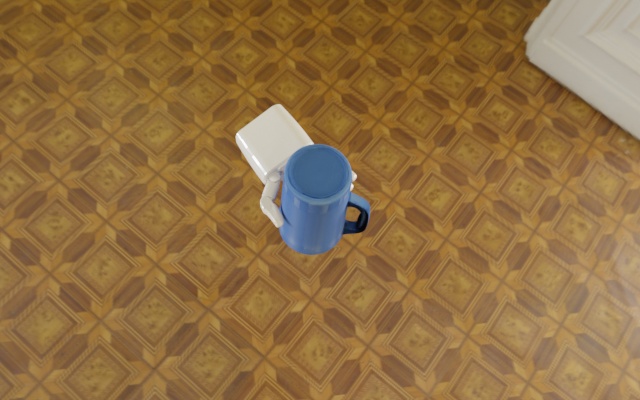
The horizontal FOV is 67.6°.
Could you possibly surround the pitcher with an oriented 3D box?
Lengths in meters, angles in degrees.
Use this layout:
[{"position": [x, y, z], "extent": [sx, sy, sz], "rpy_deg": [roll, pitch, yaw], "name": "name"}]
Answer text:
[{"position": [0.000, 0.003, 0.853], "extent": [0.149, 0.145, 0.243], "rpy_deg": [-32, -17, -16], "name": "pitcher"}]
